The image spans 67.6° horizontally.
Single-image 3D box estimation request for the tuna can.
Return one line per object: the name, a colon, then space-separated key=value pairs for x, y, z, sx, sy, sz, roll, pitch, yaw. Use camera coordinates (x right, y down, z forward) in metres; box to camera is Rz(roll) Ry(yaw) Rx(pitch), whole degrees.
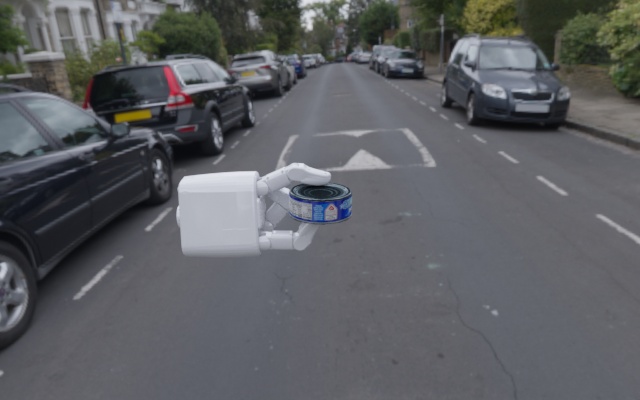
tuna can: x=0.000 y=0.002 z=0.642 sx=0.086 sy=0.034 sz=0.086 roll=1 pitch=18 yaw=0
